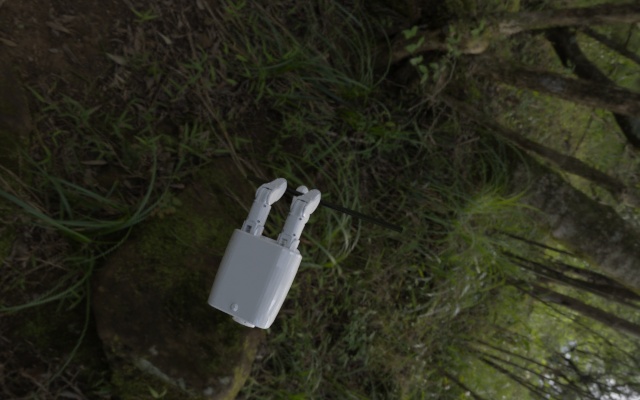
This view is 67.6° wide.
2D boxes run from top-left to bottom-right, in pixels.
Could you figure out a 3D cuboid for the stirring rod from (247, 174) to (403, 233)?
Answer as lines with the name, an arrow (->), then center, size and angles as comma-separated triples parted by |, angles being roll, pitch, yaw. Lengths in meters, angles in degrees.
stirring rod -> 0.000, 0.002, 0.669 | 0.239, 0.011, 0.011 | 19, 6, 19
